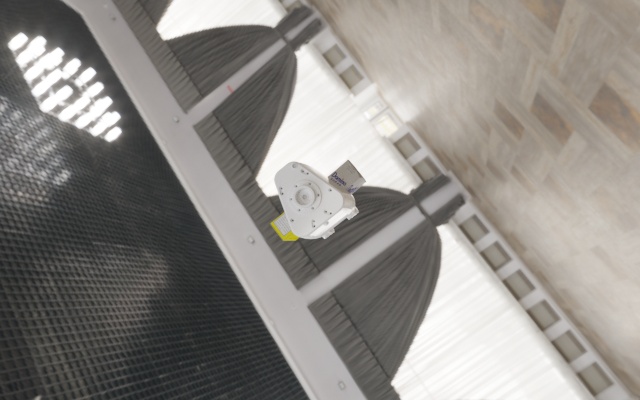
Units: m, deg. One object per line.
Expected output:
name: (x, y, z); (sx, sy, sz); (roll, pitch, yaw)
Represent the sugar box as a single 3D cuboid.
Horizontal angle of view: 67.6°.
sugar box: (0.000, 0.003, 0.857); (0.176, 0.048, 0.093); (-37, -9, 7)
